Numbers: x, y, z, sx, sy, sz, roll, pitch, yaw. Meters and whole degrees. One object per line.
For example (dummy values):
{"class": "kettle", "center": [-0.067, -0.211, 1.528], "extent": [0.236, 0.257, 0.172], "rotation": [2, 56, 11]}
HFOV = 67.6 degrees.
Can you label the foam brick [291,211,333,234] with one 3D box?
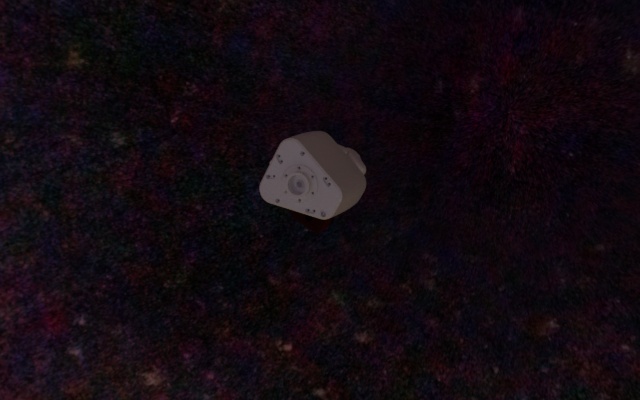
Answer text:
{"class": "foam brick", "center": [0.000, 0.003, 0.729], "extent": [0.053, 0.078, 0.051], "rotation": [33, 20, 10]}
